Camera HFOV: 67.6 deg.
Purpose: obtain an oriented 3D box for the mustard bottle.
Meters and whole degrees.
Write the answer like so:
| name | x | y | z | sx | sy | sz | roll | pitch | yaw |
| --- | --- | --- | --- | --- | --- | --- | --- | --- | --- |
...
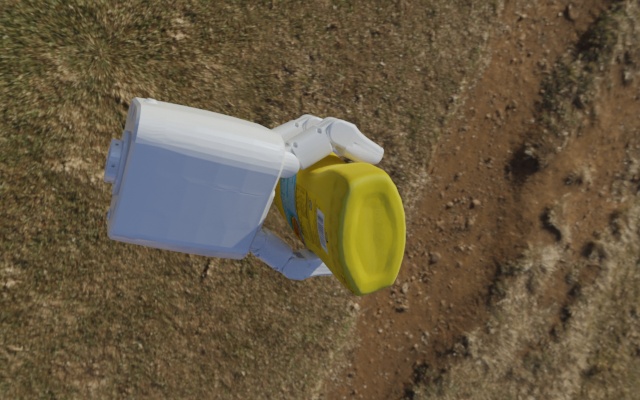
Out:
| name | x | y | z | sx | sy | sz | roll | pitch | yaw |
| --- | --- | --- | --- | --- | --- | --- | --- | --- | --- |
| mustard bottle | 0.000 | 0.001 | 0.423 | 0.058 | 0.096 | 0.191 | -15 | 22 | -20 |
